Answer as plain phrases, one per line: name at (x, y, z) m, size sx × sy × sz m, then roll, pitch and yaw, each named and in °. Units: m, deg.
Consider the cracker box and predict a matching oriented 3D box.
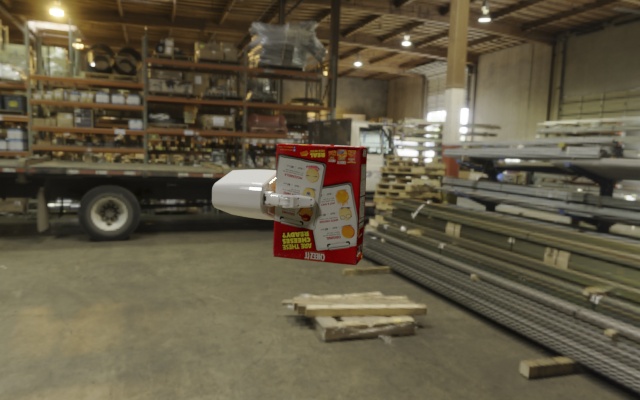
cracker box at (0.000, 0.003, 0.896) m, size 0.164 × 0.214 × 0.072 m, roll 4°, pitch 7°, yaw 17°
